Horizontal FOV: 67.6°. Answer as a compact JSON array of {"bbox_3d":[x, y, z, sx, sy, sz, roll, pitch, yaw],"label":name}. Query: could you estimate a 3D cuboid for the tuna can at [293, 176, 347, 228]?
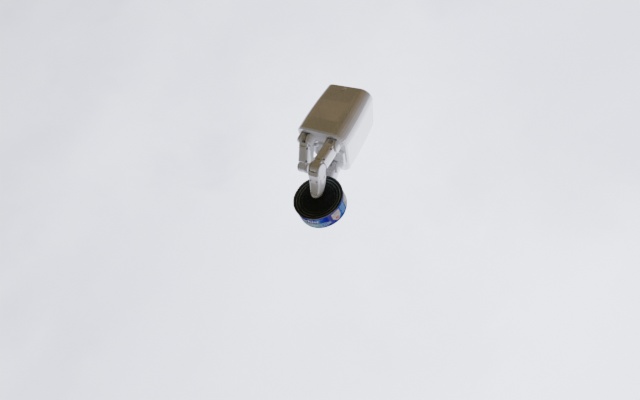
[{"bbox_3d":[0.000,0.003,0.793,0.086,0.086,0.034,0,-33,21],"label":"tuna can"}]
